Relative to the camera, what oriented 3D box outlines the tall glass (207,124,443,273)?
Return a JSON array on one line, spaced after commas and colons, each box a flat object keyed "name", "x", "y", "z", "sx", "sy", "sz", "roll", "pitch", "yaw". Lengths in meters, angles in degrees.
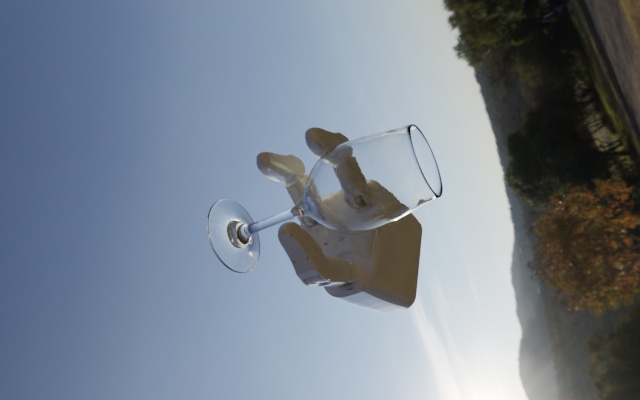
[{"name": "tall glass", "x": -0.001, "y": 0.002, "z": 0.416, "sx": 0.201, "sy": 0.079, "sz": 0.079, "roll": -22, "pitch": -10, "yaw": 27}]
